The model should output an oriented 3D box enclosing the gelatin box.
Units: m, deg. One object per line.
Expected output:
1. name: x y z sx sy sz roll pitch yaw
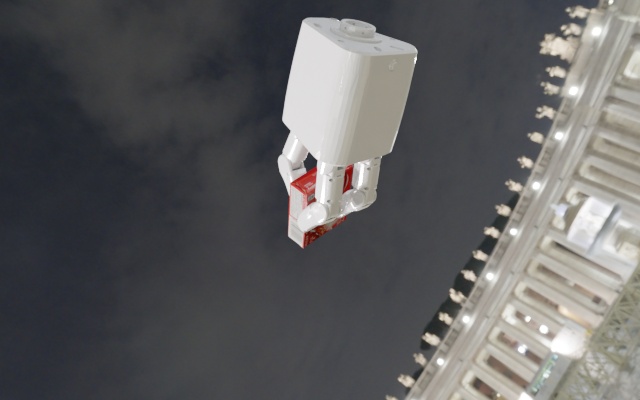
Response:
1. gelatin box: 0.000 0.002 0.544 0.073 0.089 0.030 -32 55 -33
